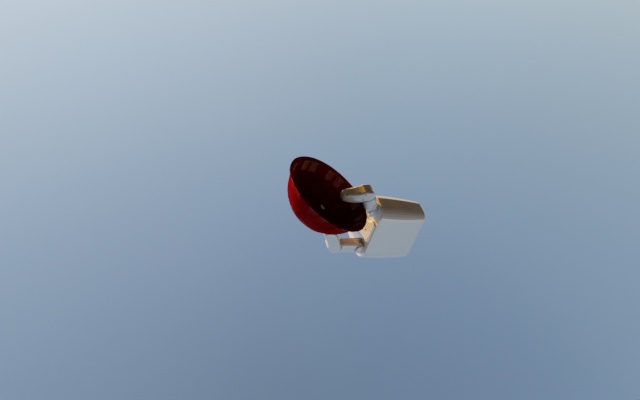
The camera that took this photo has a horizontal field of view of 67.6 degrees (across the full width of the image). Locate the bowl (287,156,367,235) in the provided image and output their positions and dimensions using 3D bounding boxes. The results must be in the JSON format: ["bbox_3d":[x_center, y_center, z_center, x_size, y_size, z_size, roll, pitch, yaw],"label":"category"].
[{"bbox_3d":[-0.001,0.002,0.801,0.162,0.162,0.055,0,-39,-52],"label":"bowl"}]
